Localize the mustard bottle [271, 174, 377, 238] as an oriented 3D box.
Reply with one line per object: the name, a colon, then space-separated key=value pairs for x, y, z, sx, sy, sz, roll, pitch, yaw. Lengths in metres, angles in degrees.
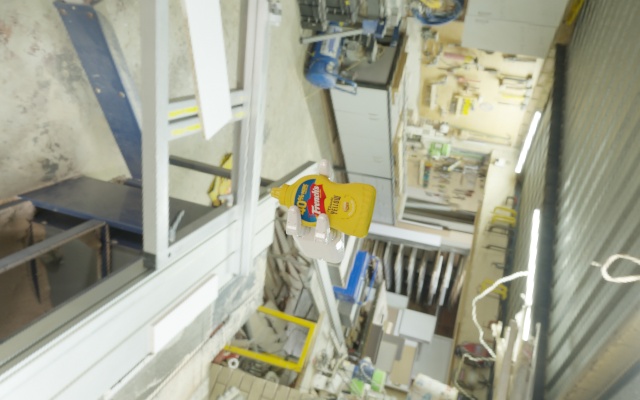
mustard bottle: x=0.000 y=0.003 z=0.872 sx=0.191 sy=0.096 sz=0.058 roll=12 pitch=0 yaw=15
